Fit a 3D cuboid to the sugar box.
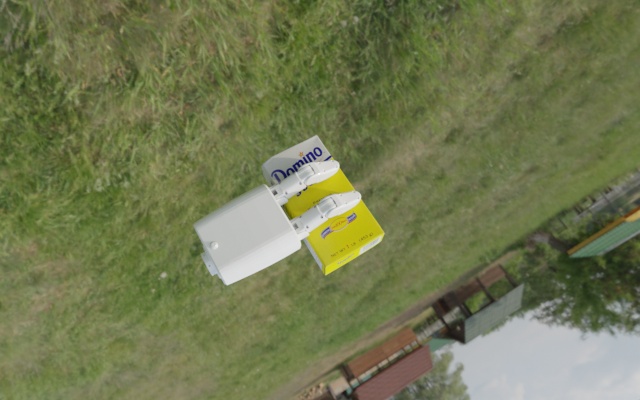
[{"bbox_3d":[0.000,0.002,0.653,0.093,0.176,0.048,-29,-19,-13],"label":"sugar box"}]
